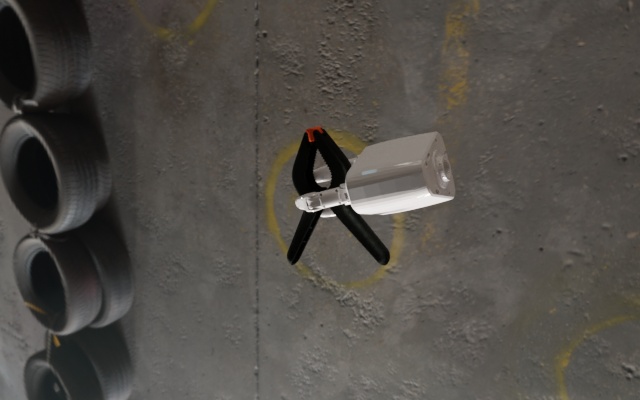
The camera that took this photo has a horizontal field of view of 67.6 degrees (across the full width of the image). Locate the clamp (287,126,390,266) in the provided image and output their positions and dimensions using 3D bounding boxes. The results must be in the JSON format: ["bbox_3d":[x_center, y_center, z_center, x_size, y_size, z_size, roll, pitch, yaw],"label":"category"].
[{"bbox_3d":[0.000,0.002,0.687,0.164,0.210,0.036,-12,8,29],"label":"clamp"}]
